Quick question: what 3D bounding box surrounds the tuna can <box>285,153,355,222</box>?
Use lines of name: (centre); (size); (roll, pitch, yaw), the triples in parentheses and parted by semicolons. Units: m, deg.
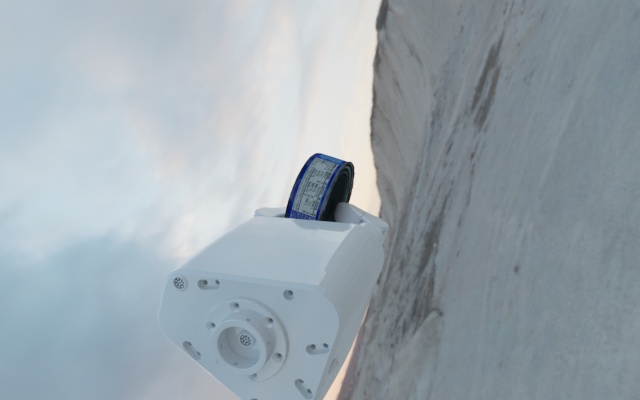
tuna can: (0.000, 0.001, 0.430); (0.034, 0.086, 0.086); (19, 5, 15)
